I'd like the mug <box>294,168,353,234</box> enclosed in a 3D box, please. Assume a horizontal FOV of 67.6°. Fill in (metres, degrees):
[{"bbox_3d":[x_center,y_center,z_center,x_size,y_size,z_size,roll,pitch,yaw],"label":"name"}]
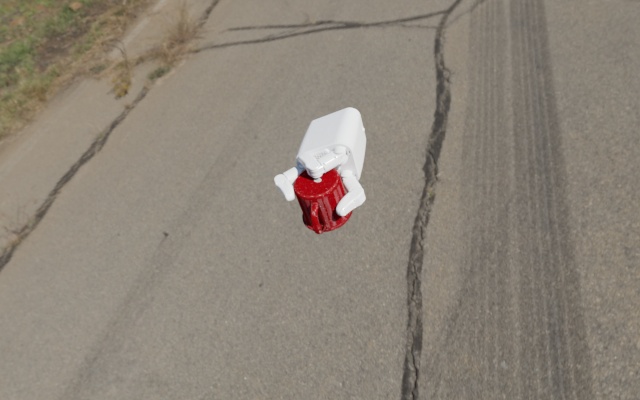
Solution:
[{"bbox_3d":[0.000,0.004,0.815,0.093,0.117,0.082,-2,-44,18],"label":"mug"}]
